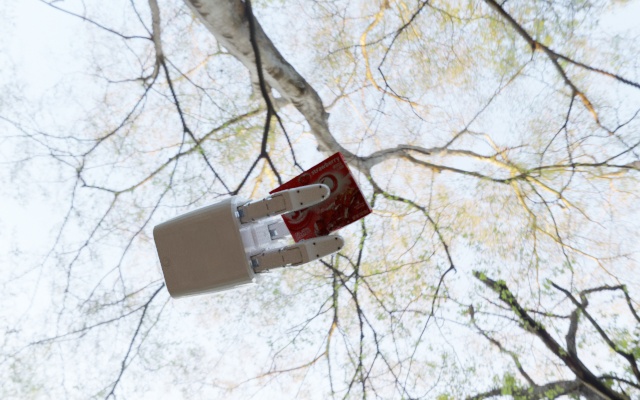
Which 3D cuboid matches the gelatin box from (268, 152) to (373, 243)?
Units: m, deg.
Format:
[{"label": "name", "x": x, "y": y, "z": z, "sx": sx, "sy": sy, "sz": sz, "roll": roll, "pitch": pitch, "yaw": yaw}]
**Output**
[{"label": "gelatin box", "x": 0.000, "y": 0.002, "z": 0.509, "sx": 0.089, "sy": 0.073, "sz": 0.030, "roll": -29, "pitch": -4, "yaw": 9}]
